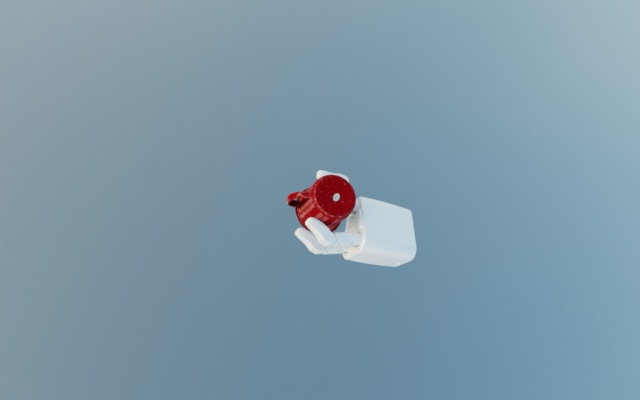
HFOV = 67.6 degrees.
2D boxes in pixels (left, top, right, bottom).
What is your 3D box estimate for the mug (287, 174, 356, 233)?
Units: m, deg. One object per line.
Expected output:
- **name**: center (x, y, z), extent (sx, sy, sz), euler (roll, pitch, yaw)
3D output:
- **mug**: center (-0.001, 0.002, 0.834), extent (0.117, 0.093, 0.081), euler (11, -23, -18)
